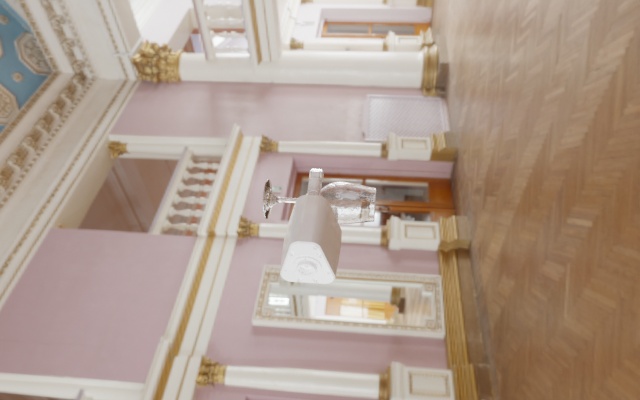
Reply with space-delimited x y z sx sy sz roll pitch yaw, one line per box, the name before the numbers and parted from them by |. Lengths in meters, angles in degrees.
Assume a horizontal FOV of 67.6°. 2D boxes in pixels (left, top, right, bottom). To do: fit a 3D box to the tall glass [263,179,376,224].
tall glass | -0.001 0.003 0.876 0.201 0.079 0.079 3 0 5
